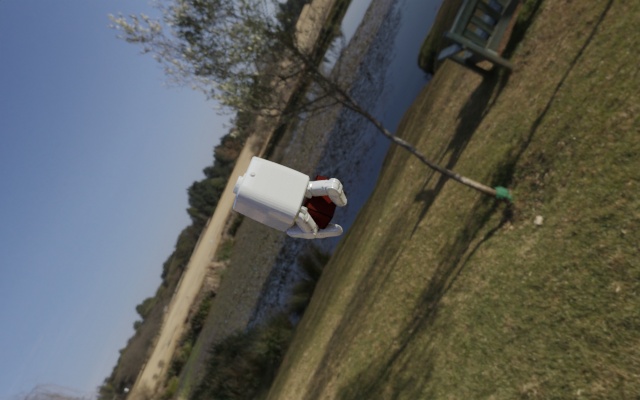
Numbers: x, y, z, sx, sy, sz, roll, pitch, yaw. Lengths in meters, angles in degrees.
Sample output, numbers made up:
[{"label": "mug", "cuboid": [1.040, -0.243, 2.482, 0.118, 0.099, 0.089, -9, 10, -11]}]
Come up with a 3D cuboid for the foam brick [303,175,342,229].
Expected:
[{"label": "foam brick", "cuboid": [0.000, 0.003, 0.872, 0.051, 0.078, 0.053, 22, -34, -7]}]
